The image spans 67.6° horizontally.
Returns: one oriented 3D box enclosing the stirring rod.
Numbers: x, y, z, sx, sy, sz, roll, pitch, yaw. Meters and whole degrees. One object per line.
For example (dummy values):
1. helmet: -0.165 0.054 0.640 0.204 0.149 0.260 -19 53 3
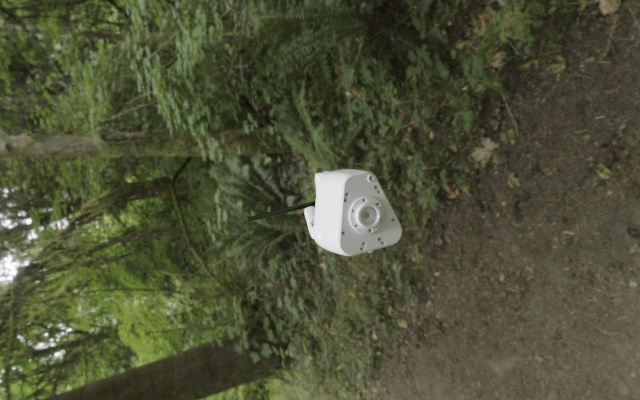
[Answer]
1. stirring rod: 0.000 0.002 0.782 0.239 0.011 0.011 -14 4 -15
